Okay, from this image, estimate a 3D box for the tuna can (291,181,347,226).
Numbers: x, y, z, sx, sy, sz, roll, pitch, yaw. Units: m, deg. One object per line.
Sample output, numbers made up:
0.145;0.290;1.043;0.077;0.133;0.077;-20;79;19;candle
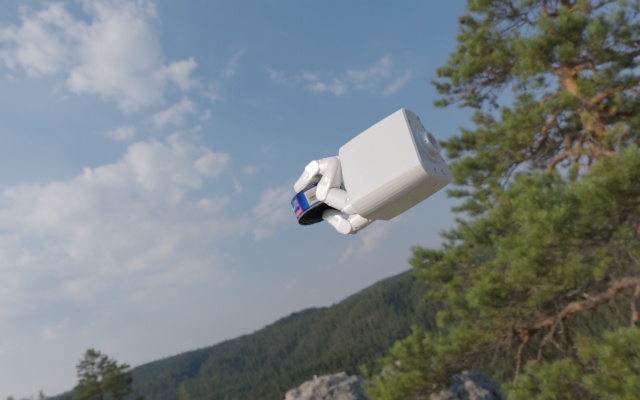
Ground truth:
0.000;0.002;0.711;0.086;0.033;0.086;-22;-18;-8;tuna can
